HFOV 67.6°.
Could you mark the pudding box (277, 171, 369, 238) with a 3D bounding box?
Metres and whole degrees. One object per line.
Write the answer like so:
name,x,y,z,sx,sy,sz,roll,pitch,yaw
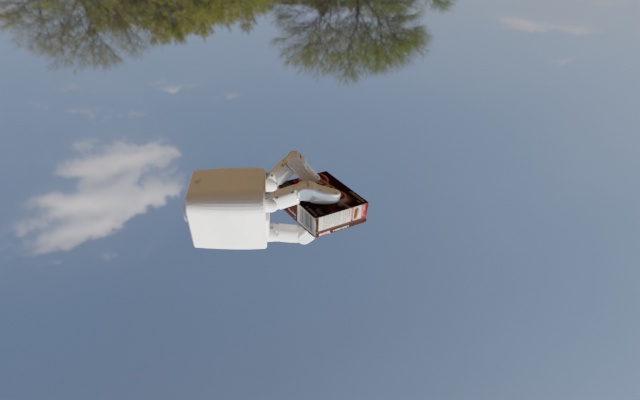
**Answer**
pudding box,0.000,0.002,0.690,0.090,0.039,0.113,-17,38,-29
